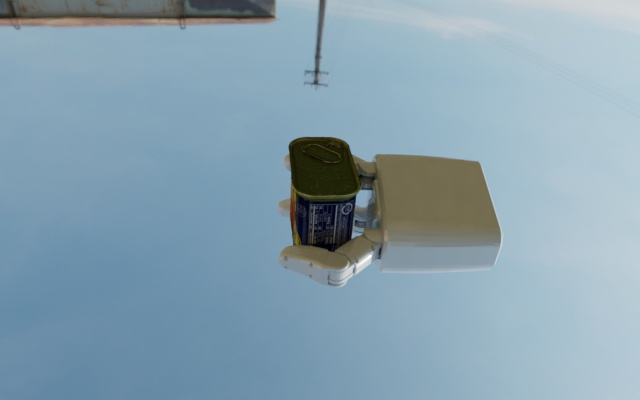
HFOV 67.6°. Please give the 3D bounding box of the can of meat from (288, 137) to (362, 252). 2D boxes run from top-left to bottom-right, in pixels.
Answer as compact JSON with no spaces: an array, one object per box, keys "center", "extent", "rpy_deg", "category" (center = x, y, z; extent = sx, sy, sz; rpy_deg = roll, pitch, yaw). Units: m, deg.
[{"center":[0.000,0.002,0.440],"extent":[0.057,0.084,0.102],"rpy_deg":[-1,35,-7],"category":"can of meat"}]
